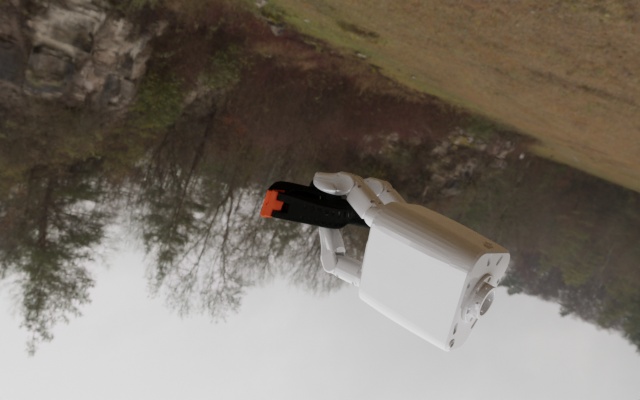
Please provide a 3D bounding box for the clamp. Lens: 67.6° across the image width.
[{"bbox_3d":[0.000,0.003,0.549,0.164,0.036,0.210,25,12,38],"label":"clamp"}]
